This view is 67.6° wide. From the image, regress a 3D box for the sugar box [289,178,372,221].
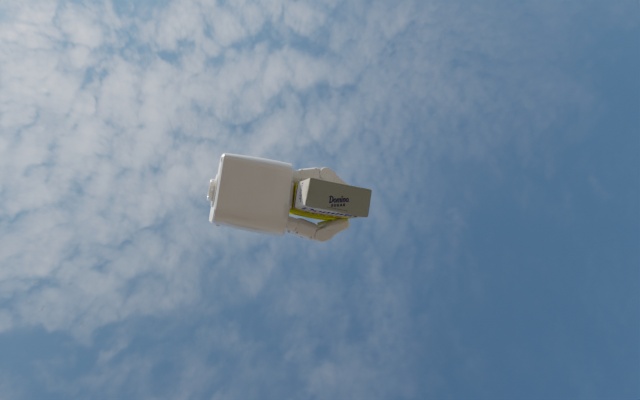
[{"bbox_3d":[0.000,0.003,0.722,0.093,0.048,0.176,11,-5,-16],"label":"sugar box"}]
